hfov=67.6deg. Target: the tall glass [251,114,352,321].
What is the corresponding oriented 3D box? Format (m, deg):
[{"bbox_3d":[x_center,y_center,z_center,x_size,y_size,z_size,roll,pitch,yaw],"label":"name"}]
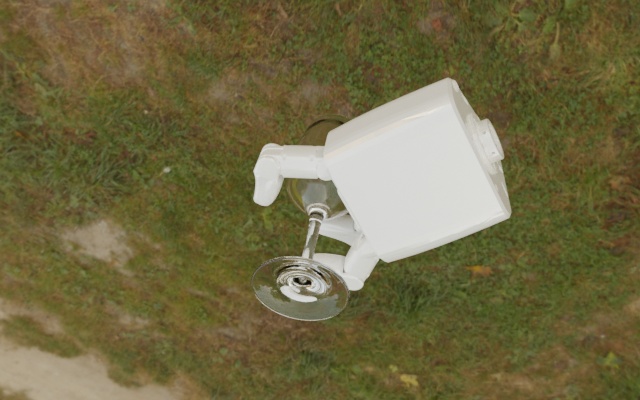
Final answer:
[{"bbox_3d":[0.000,0.002,0.426,0.079,0.079,0.200,0,42,11],"label":"tall glass"}]
